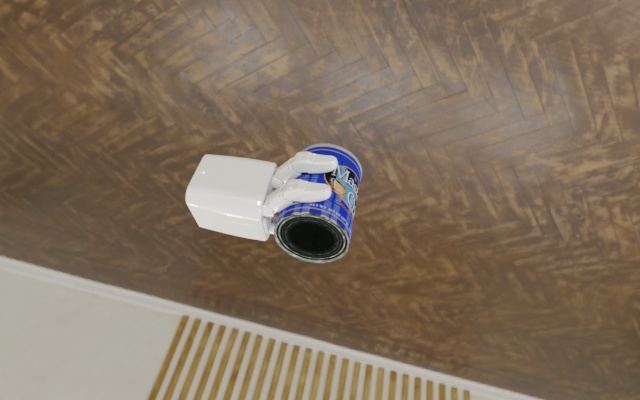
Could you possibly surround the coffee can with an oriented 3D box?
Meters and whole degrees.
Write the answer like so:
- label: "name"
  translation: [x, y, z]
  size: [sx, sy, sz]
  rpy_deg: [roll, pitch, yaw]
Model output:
- label: "coffee can"
  translation: [0.000, 0.002, 0.680]
  size: [0.103, 0.140, 0.103]
  rpy_deg: [7, -43, 7]
